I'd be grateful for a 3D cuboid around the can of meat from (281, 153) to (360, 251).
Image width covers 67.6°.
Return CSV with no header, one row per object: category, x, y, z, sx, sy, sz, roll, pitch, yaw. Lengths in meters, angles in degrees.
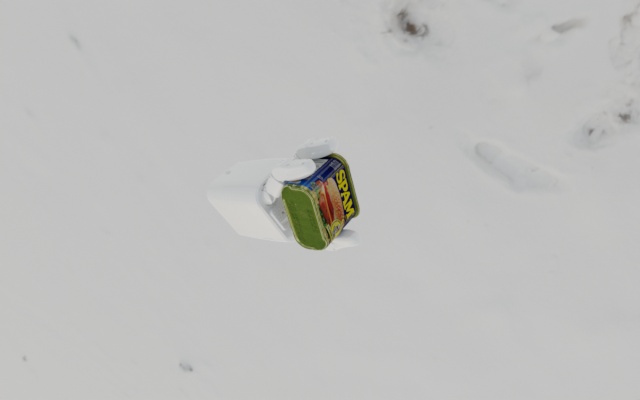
can of meat,0.000,0.002,0.617,0.057,0.102,0.084,6,36,35
